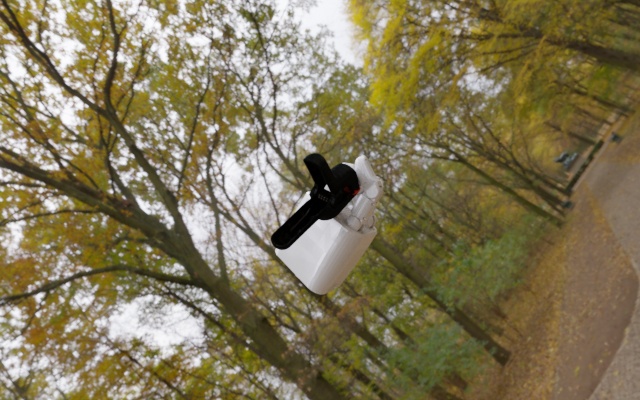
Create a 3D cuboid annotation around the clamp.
[{"bbox_3d":[0.000,0.002,0.593,0.039,0.120,0.171,38,15,20],"label":"clamp"}]
